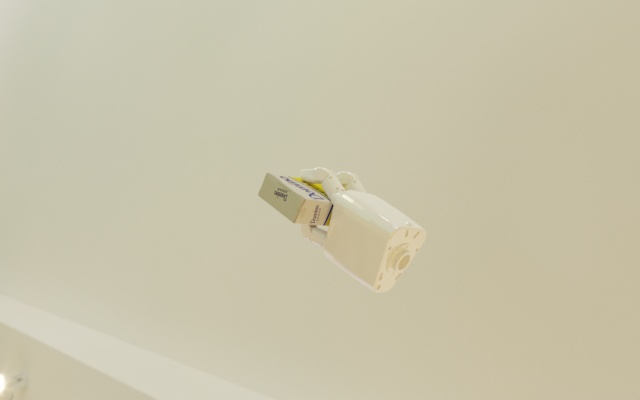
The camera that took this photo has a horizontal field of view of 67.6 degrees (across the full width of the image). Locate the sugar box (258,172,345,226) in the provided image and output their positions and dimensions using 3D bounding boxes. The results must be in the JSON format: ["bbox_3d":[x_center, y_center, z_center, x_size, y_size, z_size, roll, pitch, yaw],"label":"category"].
[{"bbox_3d":[0.001,0.002,0.742,0.093,0.048,0.176,35,15,38],"label":"sugar box"}]
